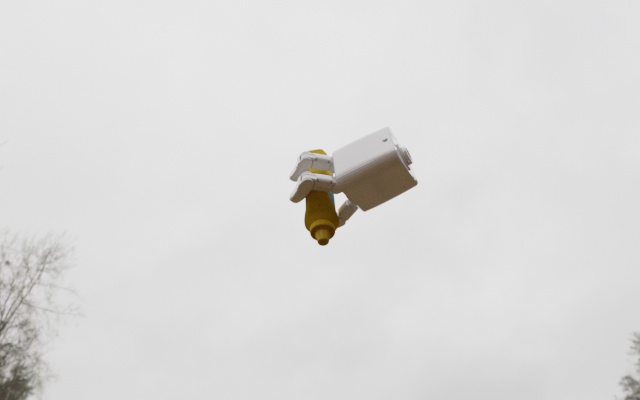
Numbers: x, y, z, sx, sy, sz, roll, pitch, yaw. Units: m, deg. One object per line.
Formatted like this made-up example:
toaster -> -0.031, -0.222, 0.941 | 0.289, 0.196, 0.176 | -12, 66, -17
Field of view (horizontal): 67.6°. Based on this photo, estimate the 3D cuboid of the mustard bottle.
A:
mustard bottle -> 0.000, 0.003, 0.821 | 0.058, 0.096, 0.191 | -7, 42, 2
